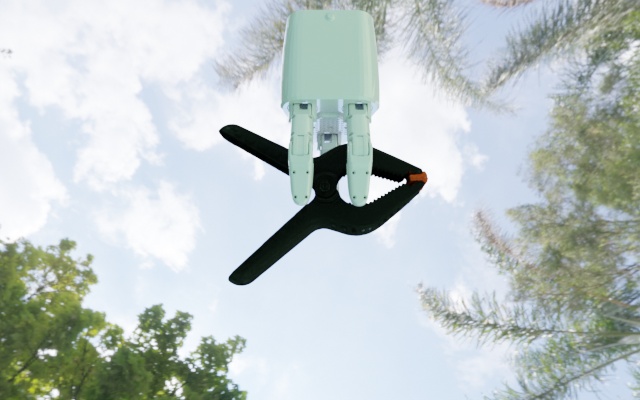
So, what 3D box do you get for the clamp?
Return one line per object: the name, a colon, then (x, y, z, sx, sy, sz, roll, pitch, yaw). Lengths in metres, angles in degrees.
clamp: (0.001, 0.002, 0.473, 0.210, 0.164, 0.036, 0, -14, 0)
